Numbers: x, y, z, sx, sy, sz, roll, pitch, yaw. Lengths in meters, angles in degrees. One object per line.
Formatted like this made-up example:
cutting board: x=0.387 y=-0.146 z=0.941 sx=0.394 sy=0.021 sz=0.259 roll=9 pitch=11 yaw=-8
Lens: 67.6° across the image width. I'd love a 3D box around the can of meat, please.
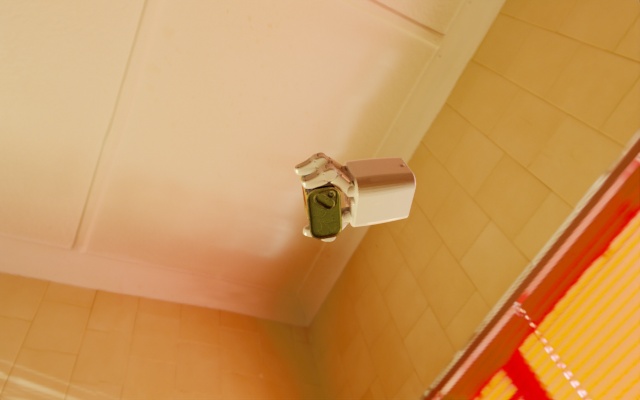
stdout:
can of meat: x=0.000 y=0.003 z=0.841 sx=0.057 sy=0.102 sz=0.084 roll=-9 pitch=32 yaw=-7
